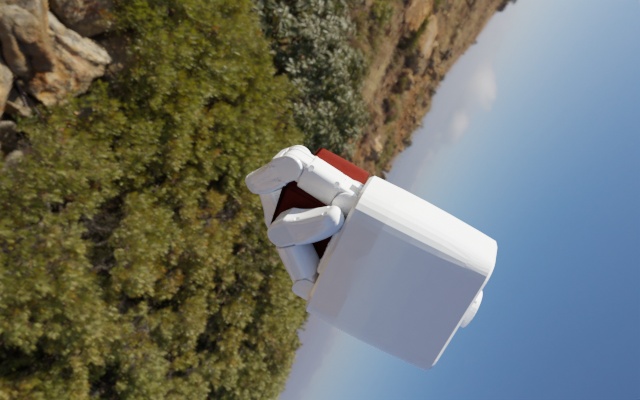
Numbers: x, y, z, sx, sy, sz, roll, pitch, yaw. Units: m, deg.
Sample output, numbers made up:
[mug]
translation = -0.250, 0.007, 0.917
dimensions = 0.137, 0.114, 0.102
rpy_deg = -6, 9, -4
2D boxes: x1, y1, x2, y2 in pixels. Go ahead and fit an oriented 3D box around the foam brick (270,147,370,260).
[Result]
[foam brick]
translation = 0.000, 0.001, 0.403
dimensions = 0.051, 0.053, 0.078
rpy_deg = 27, 37, 8
